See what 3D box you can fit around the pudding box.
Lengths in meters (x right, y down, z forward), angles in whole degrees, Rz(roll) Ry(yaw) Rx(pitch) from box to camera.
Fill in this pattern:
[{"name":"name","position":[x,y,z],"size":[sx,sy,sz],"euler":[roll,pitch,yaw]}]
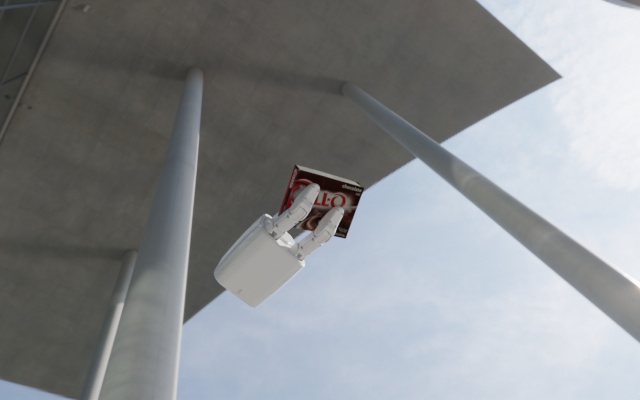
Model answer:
[{"name":"pudding box","position":[0.000,0.002,0.744],"size":[0.113,0.090,0.039],"euler":[13,17,-20]}]
